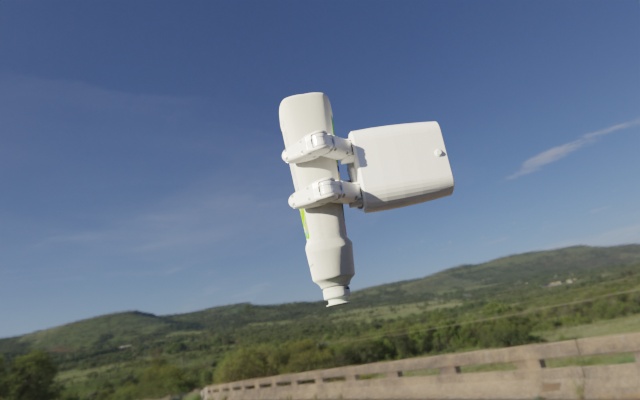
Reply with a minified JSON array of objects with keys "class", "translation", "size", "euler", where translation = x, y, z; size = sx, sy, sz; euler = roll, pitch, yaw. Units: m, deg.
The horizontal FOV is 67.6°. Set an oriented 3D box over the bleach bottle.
[{"class":"bleach bottle","translation":[0.000,0.002,0.583],"size":[0.068,0.250,0.102],"euler":[-9,-16,-2]}]
